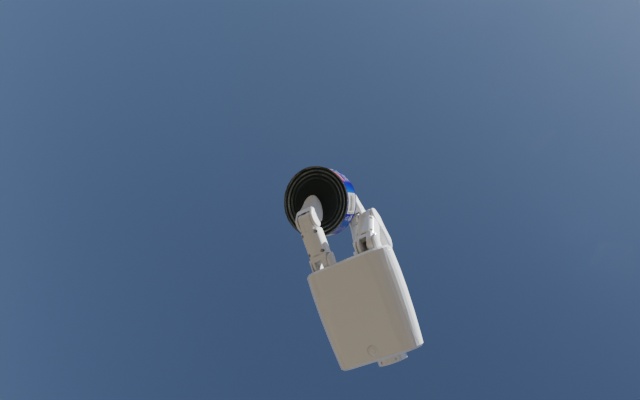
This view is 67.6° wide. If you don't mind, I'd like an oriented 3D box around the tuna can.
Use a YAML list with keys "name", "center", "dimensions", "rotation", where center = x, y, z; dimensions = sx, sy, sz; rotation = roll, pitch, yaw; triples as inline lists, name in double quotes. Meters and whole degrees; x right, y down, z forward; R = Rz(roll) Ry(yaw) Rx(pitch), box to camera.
- name: "tuna can"
  center: [0.000, 0.002, 0.586]
  dimensions: [0.086, 0.086, 0.034]
  rotation: [0, -2, 26]
